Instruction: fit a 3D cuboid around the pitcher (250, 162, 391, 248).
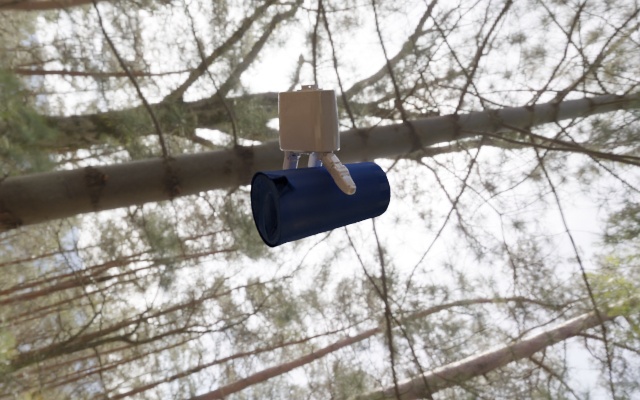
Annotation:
[{"bbox_3d":[0.000,0.003,0.875,0.243,0.145,0.149,-10,13,-28],"label":"pitcher"}]
